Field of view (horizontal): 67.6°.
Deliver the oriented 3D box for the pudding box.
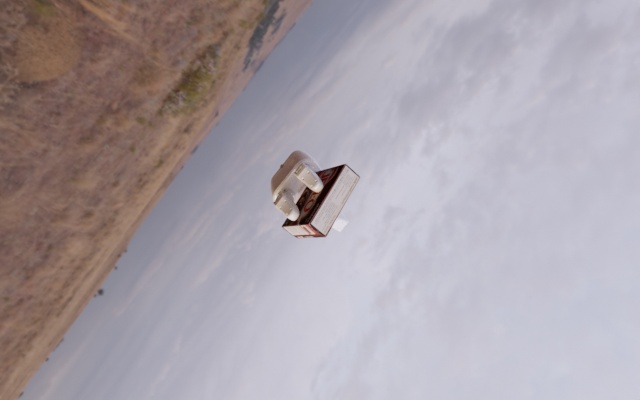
[{"bbox_3d":[0.000,0.002,0.721,0.039,0.113,0.090,37,-22,-21],"label":"pudding box"}]
